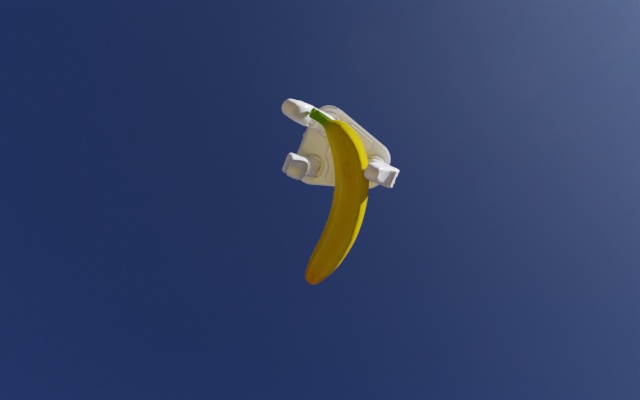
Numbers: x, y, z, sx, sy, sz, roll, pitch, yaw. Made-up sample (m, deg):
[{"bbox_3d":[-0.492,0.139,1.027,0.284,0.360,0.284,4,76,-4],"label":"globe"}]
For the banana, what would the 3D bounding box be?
[{"bbox_3d":[0.019,-0.001,0.529,0.069,0.198,0.037,0,13,-5],"label":"banana"}]
